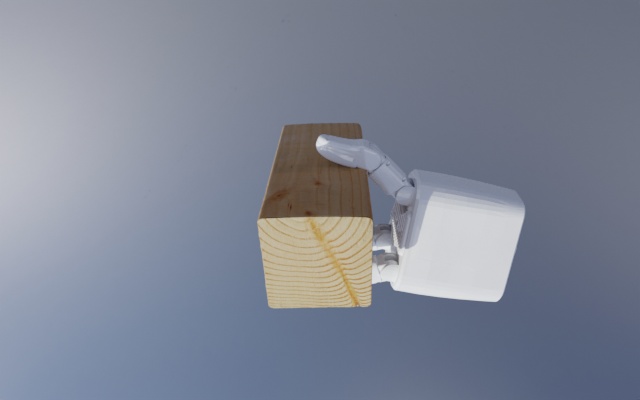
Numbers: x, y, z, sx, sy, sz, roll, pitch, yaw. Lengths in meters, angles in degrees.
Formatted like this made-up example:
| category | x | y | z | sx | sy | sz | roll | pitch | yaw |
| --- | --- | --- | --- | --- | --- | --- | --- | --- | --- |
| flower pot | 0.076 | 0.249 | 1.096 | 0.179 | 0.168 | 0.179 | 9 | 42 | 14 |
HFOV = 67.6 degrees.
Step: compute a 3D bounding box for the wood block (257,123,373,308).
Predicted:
| category | x | y | z | sx | sy | sz | roll | pitch | yaw |
| --- | --- | --- | --- | --- | --- | --- | --- | --- | --- |
| wood block | 0.000 | 0.001 | 0.470 | 0.090 | 0.091 | 0.206 | -1 | 29 | 2 |
